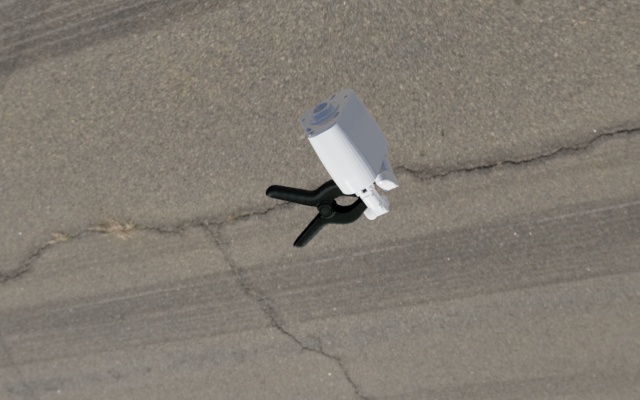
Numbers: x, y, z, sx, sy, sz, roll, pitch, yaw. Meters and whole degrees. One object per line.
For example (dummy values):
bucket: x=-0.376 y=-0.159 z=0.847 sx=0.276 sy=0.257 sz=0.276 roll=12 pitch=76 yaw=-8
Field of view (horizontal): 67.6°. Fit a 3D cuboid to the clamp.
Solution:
clamp: x=0.000 y=0.003 z=0.751 sx=0.171 sy=0.120 sz=0.039 roll=-26 pitch=30 yaw=20
